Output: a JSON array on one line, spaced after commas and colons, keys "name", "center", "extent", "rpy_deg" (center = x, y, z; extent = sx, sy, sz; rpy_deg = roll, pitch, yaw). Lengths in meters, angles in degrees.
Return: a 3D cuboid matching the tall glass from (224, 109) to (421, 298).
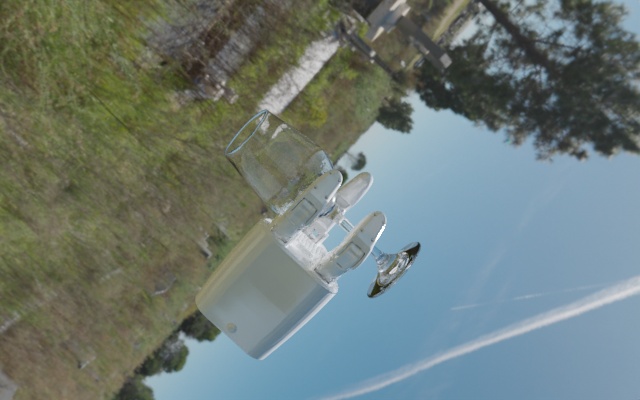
[{"name": "tall glass", "center": [0.001, 0.002, 0.469], "extent": [0.201, 0.079, 0.079], "rpy_deg": [43, -2, -2]}]
